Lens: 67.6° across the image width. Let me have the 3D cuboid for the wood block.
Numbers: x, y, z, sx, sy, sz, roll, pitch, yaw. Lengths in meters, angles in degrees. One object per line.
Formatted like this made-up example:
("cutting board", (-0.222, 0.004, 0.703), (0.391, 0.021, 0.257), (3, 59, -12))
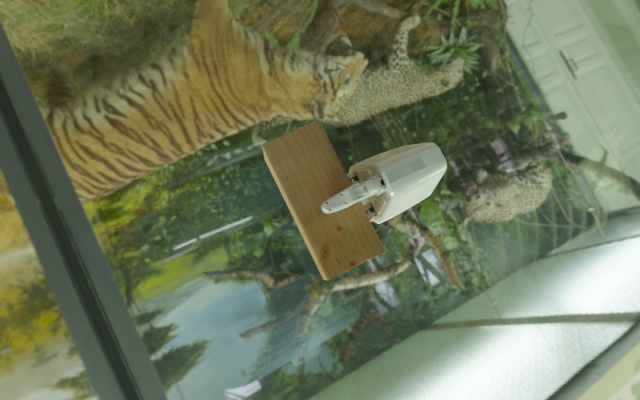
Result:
("wood block", (0.001, 0.002, 0.690), (0.090, 0.206, 0.091), (-26, -6, -8))
